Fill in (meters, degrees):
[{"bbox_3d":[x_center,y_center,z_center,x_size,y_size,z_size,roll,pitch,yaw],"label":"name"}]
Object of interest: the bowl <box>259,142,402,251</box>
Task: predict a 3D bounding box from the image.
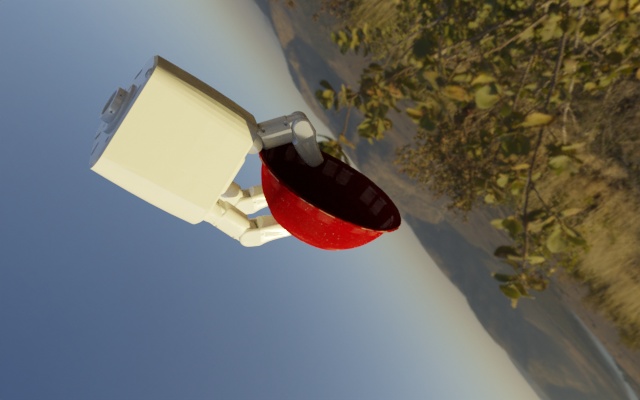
[{"bbox_3d":[0.001,0.002,0.491,0.162,0.055,0.162,25,22,-11],"label":"bowl"}]
